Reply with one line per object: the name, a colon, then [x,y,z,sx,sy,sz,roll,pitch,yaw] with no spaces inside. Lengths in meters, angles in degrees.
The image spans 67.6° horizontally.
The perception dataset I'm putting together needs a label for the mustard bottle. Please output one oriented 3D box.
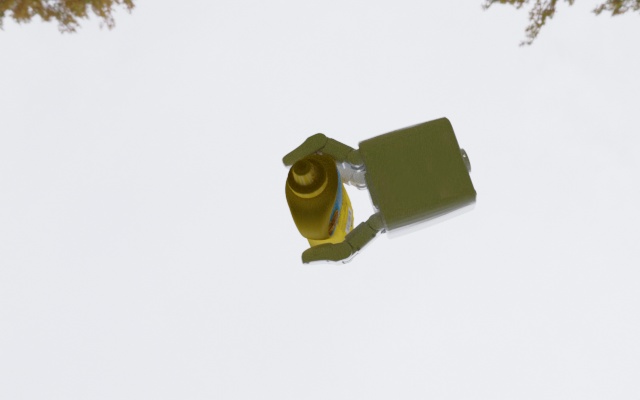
mustard bottle: [0.000,0.002,0.551,0.058,0.096,0.192,5,-20,13]
